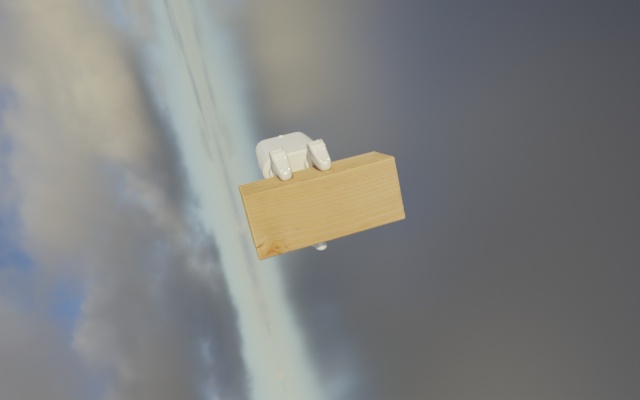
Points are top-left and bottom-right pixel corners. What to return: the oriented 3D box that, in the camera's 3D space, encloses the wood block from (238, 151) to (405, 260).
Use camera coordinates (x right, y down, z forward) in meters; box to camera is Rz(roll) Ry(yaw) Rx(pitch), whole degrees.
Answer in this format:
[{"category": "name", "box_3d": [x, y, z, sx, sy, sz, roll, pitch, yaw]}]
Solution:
[{"category": "wood block", "box_3d": [0.000, 0.002, 0.664, 0.206, 0.091, 0.090, -15, 14, -10]}]
